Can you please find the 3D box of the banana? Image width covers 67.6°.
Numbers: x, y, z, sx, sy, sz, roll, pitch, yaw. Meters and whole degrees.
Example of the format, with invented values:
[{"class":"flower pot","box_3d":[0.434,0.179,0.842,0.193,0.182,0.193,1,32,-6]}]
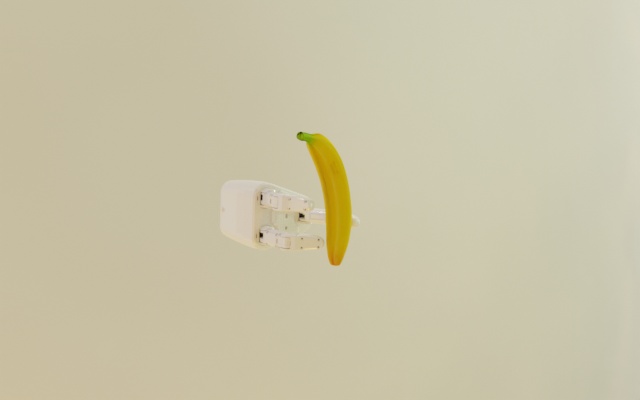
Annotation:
[{"class":"banana","box_3d":[0.012,-0.009,0.641,0.037,0.198,0.069,9,33,45]}]
